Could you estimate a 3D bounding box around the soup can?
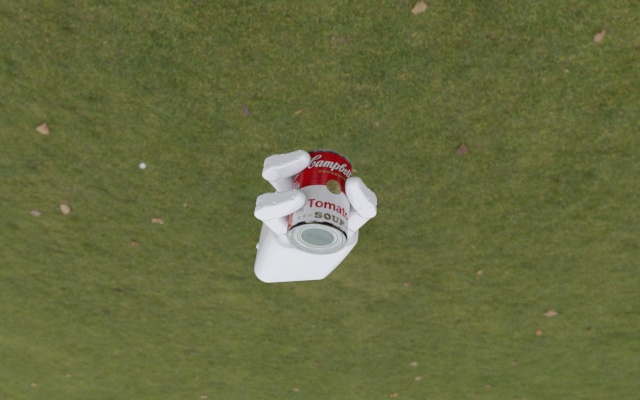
[{"bbox_3d":[0.000,0.002,0.541,0.068,0.102,0.069,4,-35,3],"label":"soup can"}]
